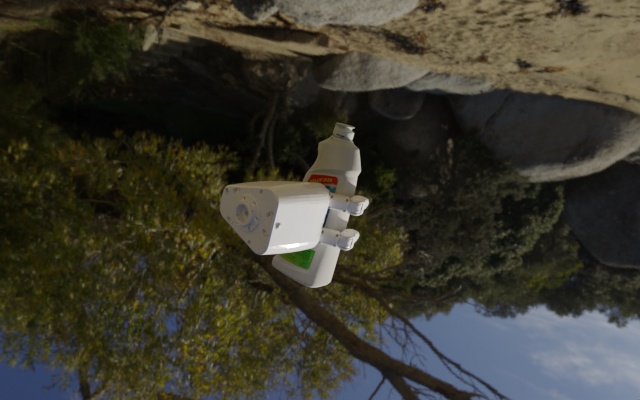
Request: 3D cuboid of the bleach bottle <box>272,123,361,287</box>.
[{"bbox_3d":[0.000,0.003,0.745,0.102,0.251,0.068,25,17,35],"label":"bleach bottle"}]
